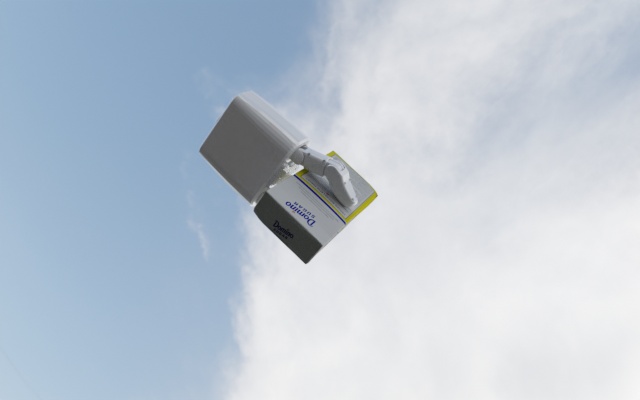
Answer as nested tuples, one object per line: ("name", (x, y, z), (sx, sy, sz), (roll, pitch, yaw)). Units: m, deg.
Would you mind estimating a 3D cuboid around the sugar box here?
("sugar box", (0.000, 0.002, 0.615), (0.048, 0.093, 0.176), (-51, -9, 37))
